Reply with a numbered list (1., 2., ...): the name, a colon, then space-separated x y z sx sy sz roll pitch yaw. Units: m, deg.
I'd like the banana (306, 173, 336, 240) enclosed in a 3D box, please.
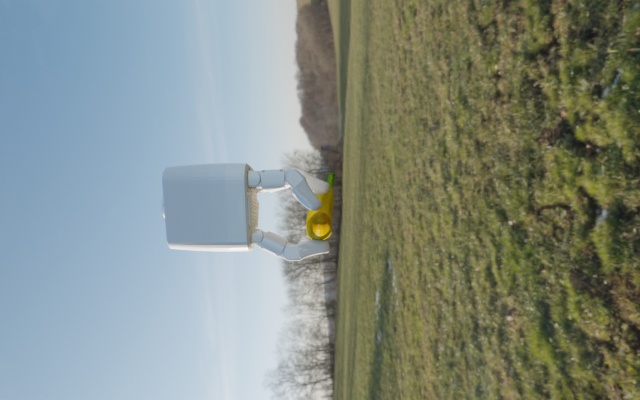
1. banana: -0.001 0.019 0.672 0.037 0.070 0.197 4 20 1
